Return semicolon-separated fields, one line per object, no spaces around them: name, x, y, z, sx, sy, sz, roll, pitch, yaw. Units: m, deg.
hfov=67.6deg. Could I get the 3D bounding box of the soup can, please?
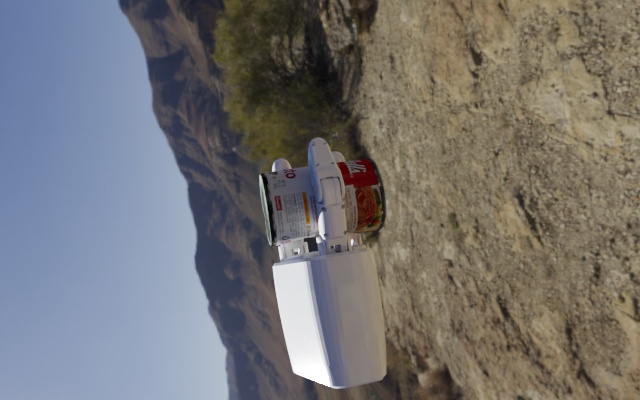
soup can;0.000;0.001;0.434;0.102;0.068;0.068;-8;1;-10
